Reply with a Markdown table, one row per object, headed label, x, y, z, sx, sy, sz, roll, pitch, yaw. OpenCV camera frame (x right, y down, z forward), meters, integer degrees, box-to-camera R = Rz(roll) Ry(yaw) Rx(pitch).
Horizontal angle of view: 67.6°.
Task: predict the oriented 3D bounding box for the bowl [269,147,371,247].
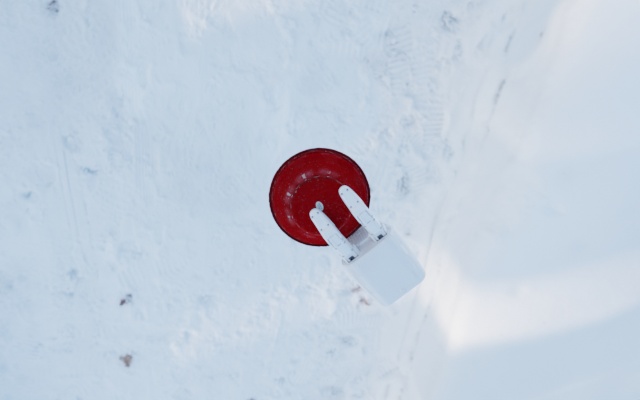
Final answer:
| label | x | y | z | sx | sy | sz | roll | pitch | yaw |
| --- | --- | --- | --- | --- | --- | --- | --- | --- | --- |
| bowl | -0.001 | 0.002 | 0.731 | 0.162 | 0.162 | 0.055 | 0 | 13 | -2 |
